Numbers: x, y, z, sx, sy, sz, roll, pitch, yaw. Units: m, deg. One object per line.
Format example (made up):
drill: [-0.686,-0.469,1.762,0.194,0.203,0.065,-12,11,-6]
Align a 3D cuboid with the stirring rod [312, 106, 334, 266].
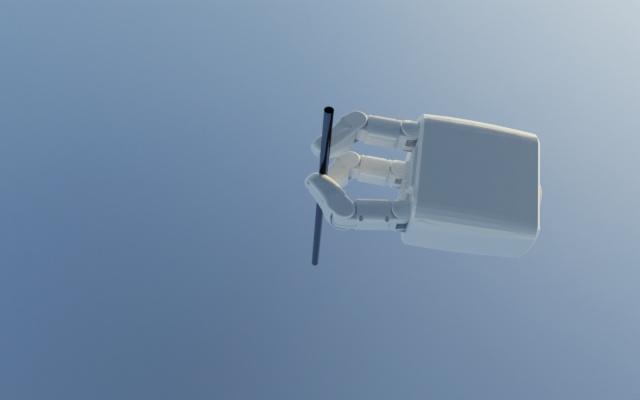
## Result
stirring rod: [0.000,0.002,0.466,0.011,0.011,0.240,0,-36,-4]
